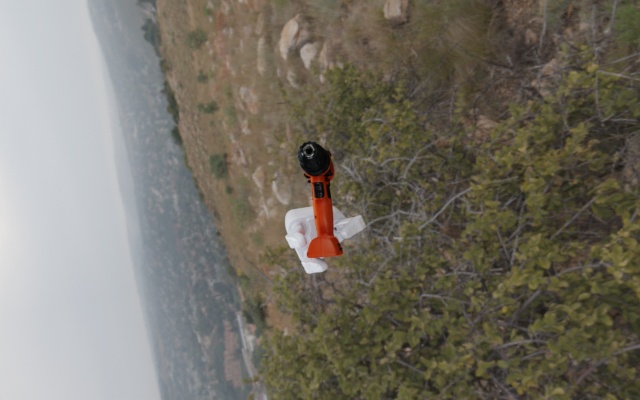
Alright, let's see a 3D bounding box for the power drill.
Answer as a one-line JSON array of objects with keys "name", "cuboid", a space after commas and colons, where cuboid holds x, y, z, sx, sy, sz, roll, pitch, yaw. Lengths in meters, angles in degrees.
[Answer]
[{"name": "power drill", "cuboid": [0.000, 0.003, 0.808, 0.057, 0.187, 0.184, -4, -8, 9]}]
